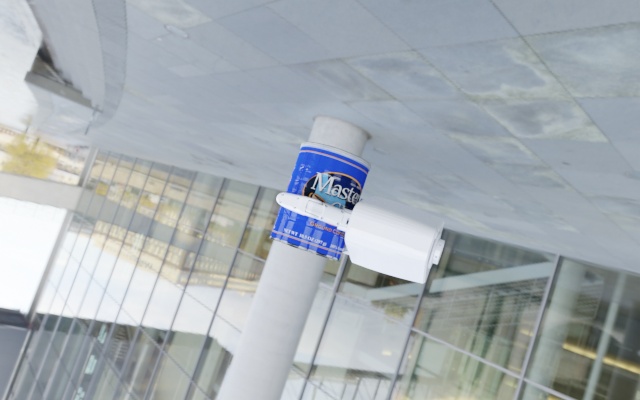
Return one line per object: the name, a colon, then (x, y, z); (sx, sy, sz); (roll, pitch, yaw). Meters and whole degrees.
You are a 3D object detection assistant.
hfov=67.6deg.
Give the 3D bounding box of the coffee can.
coffee can: (0.000, 0.002, 0.664); (0.103, 0.140, 0.103); (19, -5, 2)
